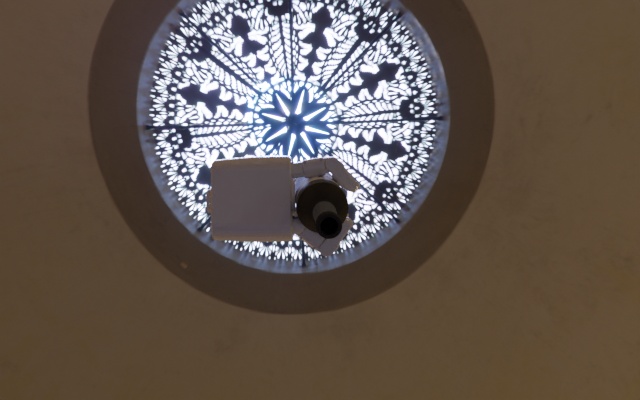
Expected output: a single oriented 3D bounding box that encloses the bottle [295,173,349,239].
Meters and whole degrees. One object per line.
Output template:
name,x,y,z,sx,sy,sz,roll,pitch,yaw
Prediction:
bottle,0.000,0.002,0.638,0.069,0.069,0.295,0,10,-4
